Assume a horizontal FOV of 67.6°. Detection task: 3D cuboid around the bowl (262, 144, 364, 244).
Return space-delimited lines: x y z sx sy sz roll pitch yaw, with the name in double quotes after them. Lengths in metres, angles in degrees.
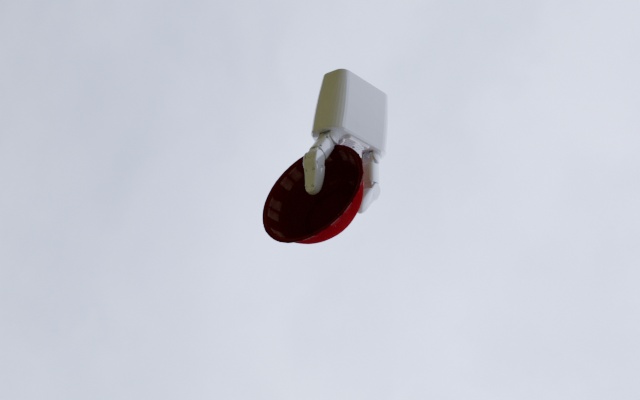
0.000 0.003 0.651 0.162 0.162 0.055 0 -36 42 "bowl"
